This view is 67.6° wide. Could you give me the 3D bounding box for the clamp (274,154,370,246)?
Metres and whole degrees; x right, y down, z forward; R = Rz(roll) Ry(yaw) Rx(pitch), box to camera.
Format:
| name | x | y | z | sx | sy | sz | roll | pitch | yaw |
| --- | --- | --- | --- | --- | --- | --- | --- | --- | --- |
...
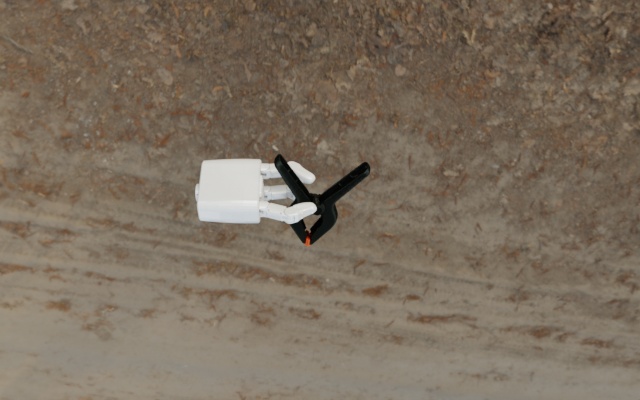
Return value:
| name | x | y | z | sx | sy | sz | roll | pitch | yaw |
| --- | --- | --- | --- | --- | --- | --- | --- | --- | --- |
| clamp | 0.000 | 0.004 | 0.865 | 0.164 | 0.210 | 0.036 | 0 | 43 | -4 |
